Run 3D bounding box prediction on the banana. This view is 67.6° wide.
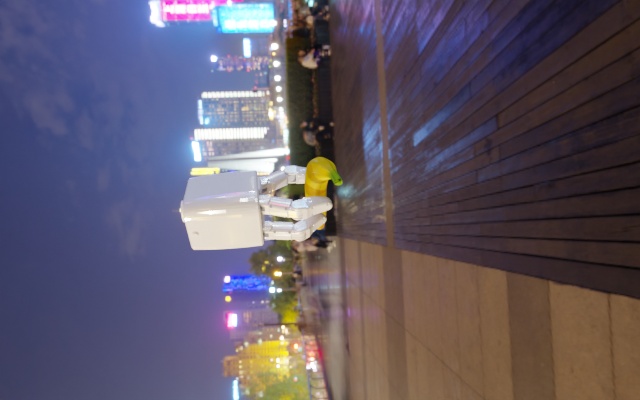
[{"bbox_3d":[-0.003,-0.016,0.730,0.037,0.069,0.198,-8,-20,-9],"label":"banana"}]
